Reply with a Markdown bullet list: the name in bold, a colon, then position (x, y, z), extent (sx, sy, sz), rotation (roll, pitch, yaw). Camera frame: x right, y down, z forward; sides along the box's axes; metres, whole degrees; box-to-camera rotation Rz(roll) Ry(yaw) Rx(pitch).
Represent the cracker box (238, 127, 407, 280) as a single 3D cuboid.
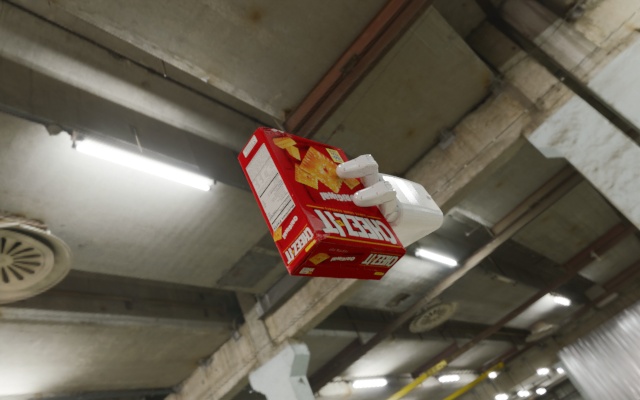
- **cracker box**: position (0.000, 0.002, 0.655), extent (0.164, 0.213, 0.072), rotation (11, -52, -41)
